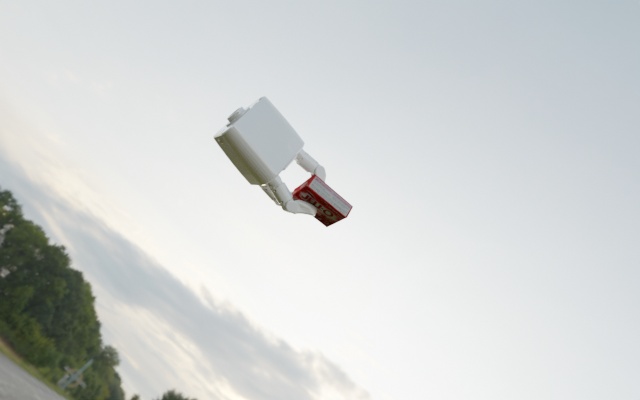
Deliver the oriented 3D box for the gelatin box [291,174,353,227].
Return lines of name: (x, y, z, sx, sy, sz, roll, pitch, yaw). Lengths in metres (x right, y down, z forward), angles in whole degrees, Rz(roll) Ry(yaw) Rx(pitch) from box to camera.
gelatin box: (0.001, 0.003, 0.813, 0.089, 0.030, 0.073, 39, -29, -11)
